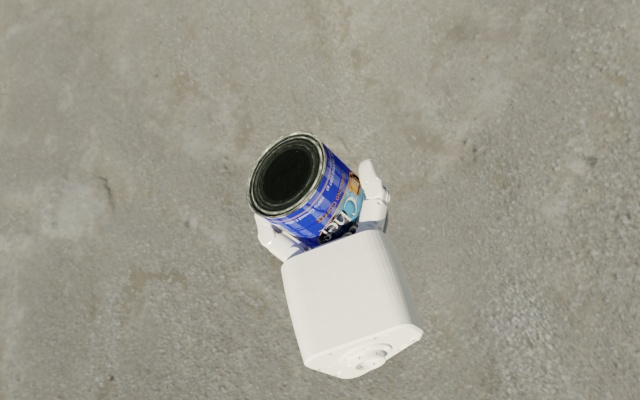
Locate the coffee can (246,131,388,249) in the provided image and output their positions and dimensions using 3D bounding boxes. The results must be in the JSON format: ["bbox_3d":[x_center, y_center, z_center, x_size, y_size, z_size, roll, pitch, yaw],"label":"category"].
[{"bbox_3d":[0.000,0.002,0.542,0.103,0.102,0.140,0,-26,37],"label":"coffee can"}]
